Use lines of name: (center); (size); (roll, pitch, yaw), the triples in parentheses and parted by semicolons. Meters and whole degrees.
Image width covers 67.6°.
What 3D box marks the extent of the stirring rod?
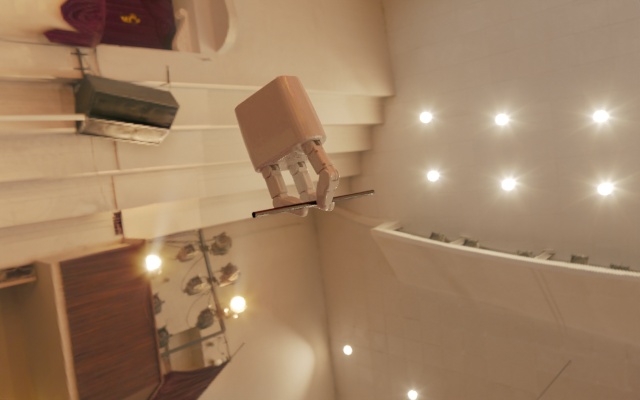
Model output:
stirring rod: (0.000, 0.002, 0.682); (0.011, 0.011, 0.239); (0, 7, 45)
